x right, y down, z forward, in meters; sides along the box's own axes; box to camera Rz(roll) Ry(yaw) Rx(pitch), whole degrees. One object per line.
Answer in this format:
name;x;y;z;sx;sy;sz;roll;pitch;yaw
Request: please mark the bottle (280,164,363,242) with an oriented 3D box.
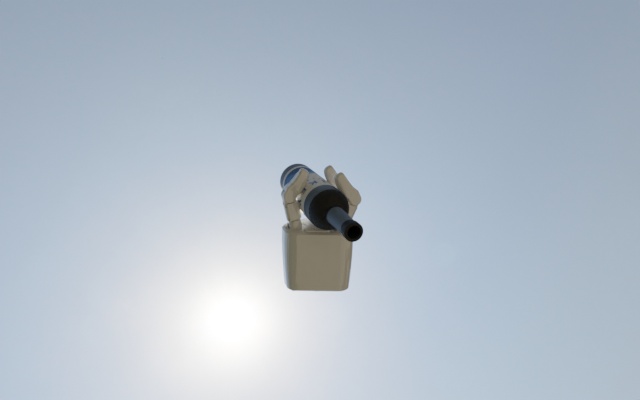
bottle;0.000;0.002;0.767;0.069;0.069;0.295;0;16;-18
